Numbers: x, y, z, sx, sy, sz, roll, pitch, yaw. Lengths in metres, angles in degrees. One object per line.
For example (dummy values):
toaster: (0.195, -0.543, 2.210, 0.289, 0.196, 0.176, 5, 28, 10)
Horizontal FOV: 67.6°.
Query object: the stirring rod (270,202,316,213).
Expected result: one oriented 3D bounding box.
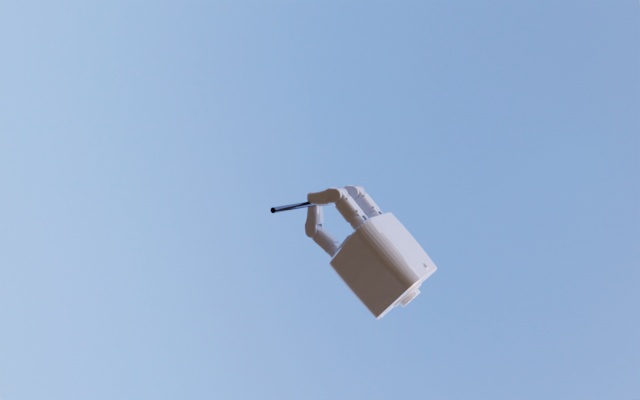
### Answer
stirring rod: (0.000, 0.002, 0.710, 0.011, 0.011, 0.239, 0, 5, 30)
